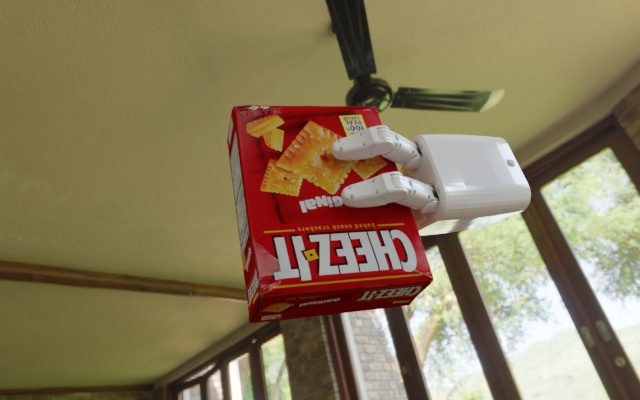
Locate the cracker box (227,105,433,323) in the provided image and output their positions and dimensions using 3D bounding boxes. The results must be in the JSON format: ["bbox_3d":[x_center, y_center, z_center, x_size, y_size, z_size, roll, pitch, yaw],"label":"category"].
[{"bbox_3d":[0.000,0.002,0.481,0.164,0.213,0.072,-2,-32,-17],"label":"cracker box"}]
